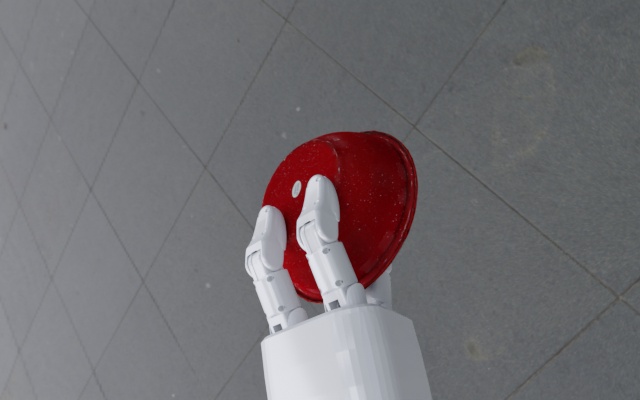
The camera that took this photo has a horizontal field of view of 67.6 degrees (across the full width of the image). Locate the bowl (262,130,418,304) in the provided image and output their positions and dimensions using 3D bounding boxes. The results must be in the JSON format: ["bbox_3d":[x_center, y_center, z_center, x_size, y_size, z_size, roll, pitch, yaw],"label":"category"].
[{"bbox_3d":[-0.001,0.000,0.404,0.055,0.162,0.162,29,-19,-37],"label":"bowl"}]
